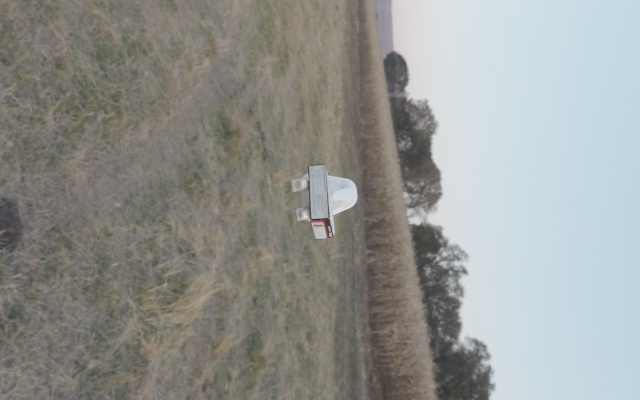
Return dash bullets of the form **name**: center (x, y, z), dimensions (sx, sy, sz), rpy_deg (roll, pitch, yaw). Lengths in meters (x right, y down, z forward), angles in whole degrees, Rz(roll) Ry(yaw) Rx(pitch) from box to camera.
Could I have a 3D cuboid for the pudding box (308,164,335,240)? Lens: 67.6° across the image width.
- **pudding box**: center (0.000, 0.003, 0.873), dimensions (0.039, 0.113, 0.090), rpy_deg (-7, -27, 4)
